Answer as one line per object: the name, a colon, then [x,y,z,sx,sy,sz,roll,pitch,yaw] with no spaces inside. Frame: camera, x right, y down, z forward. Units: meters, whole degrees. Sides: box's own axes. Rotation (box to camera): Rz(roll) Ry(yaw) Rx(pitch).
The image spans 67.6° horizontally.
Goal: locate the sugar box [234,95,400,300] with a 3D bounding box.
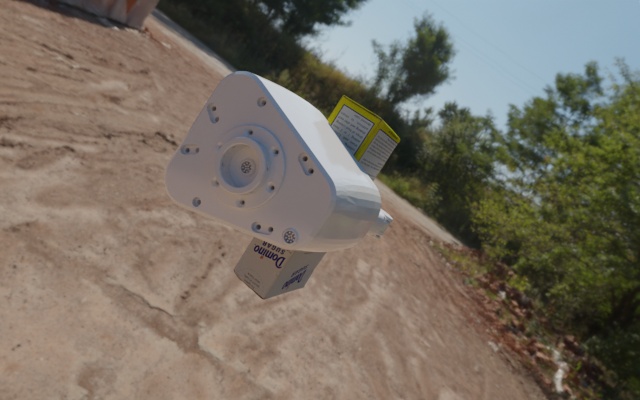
sugar box: [0.000,0.001,0.426,0.048,0.176,0.093,38,9,18]
